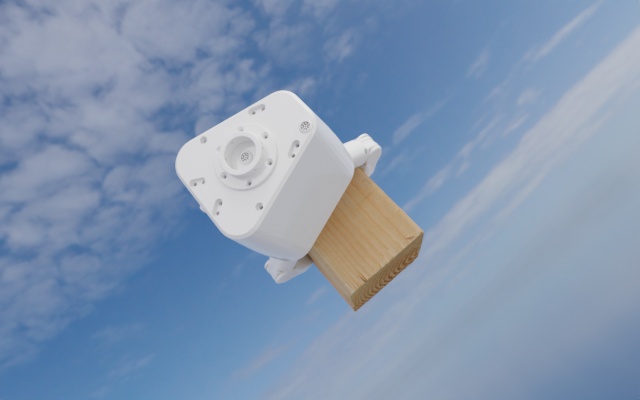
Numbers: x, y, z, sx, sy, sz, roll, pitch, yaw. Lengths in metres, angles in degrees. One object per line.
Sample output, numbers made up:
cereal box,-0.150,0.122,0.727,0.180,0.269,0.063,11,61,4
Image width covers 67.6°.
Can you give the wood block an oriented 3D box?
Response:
wood block,0.000,0.001,0.496,0.091,0.206,0.090,-39,-22,-9
